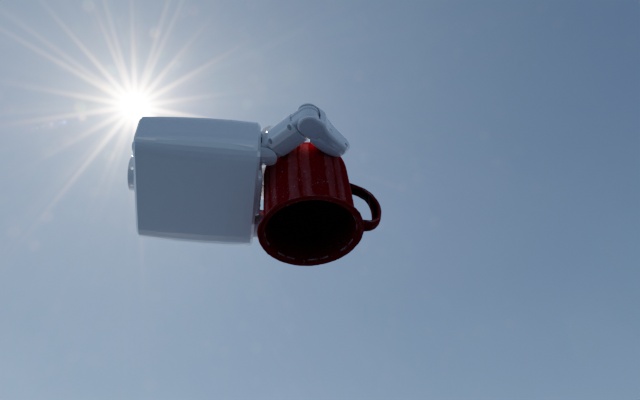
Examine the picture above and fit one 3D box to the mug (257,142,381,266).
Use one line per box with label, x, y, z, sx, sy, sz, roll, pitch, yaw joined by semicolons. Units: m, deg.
mug;0.001;0.001;0.444;0.117;0.081;0.093;5;-46;-12
